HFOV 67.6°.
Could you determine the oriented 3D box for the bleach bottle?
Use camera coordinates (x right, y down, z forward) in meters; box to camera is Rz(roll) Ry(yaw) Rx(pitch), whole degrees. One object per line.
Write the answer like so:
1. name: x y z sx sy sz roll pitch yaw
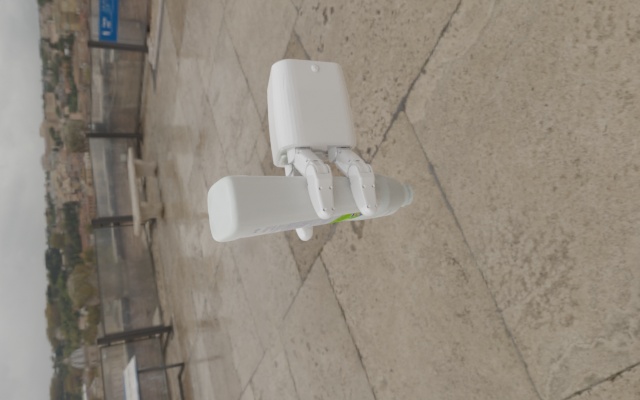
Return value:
1. bleach bottle: 0.000 0.002 0.579 0.251 0.068 0.102 -4 -8 -28
